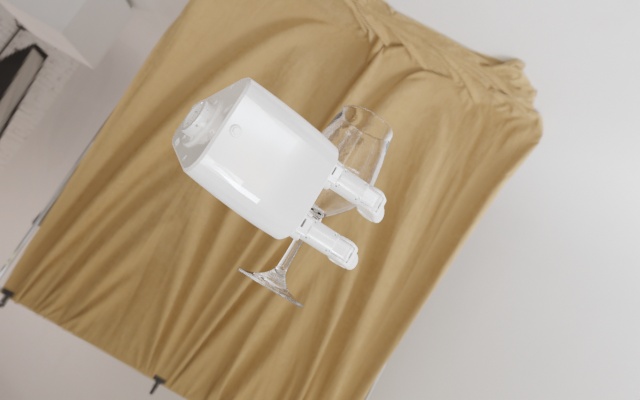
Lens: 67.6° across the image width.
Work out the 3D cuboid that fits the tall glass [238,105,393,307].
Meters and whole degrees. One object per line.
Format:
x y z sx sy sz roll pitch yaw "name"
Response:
0.000 0.002 0.486 0.079 0.201 0.079 30 -11 6 "tall glass"
